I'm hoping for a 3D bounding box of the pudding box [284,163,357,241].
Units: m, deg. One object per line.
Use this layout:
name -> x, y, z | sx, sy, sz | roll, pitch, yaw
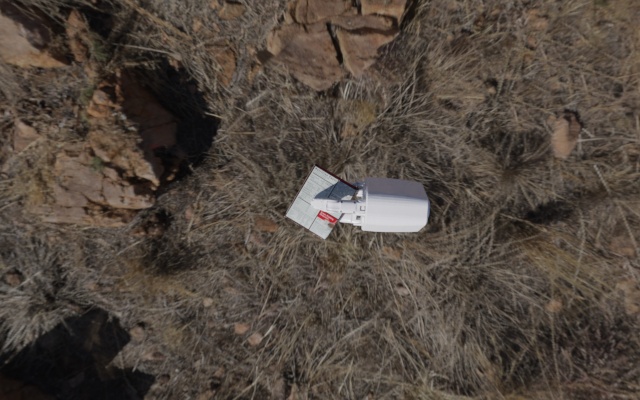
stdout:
pudding box -> 0.000, 0.003, 0.863 | 0.090, 0.113, 0.039 | 31, 5, -1
